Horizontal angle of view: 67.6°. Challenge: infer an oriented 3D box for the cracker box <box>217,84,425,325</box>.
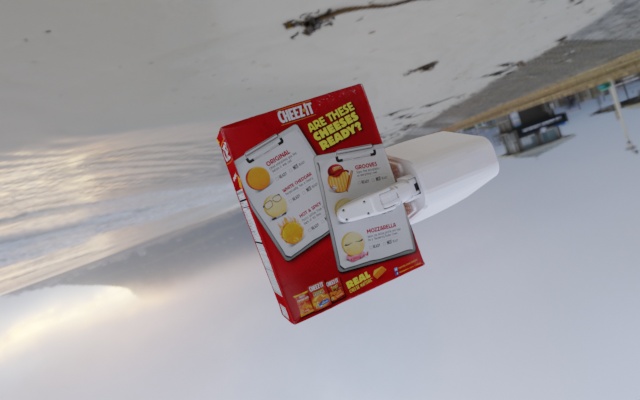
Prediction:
[{"bbox_3d":[0.000,0.002,0.527,0.164,0.214,0.072,-21,3,-18],"label":"cracker box"}]
